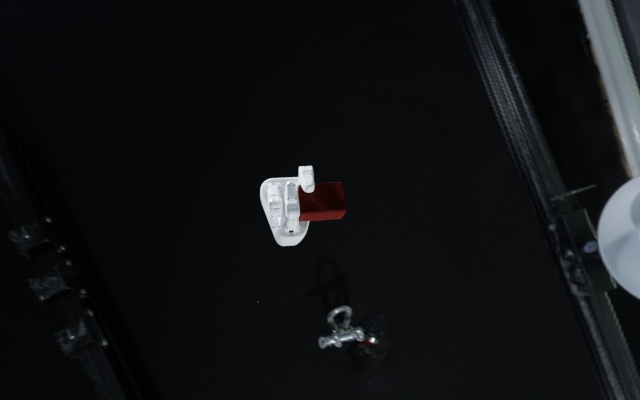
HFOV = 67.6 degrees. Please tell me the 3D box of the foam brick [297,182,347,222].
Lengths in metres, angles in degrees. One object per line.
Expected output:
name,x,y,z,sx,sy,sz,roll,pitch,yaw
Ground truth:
foam brick,0.000,0.003,0.816,0.078,0.053,0.051,-3,-17,-7
